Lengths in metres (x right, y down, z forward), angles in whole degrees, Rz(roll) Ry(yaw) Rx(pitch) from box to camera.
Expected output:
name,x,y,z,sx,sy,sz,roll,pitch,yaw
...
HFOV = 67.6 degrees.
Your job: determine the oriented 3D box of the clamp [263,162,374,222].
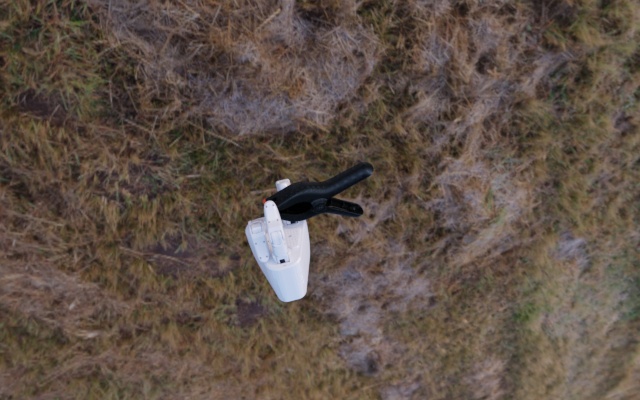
name,x,y,z,sx,sy,sz,roll,pitch,yaw
clamp,0.000,0.003,0.742,0.171,0.039,0.120,-14,-42,-5
